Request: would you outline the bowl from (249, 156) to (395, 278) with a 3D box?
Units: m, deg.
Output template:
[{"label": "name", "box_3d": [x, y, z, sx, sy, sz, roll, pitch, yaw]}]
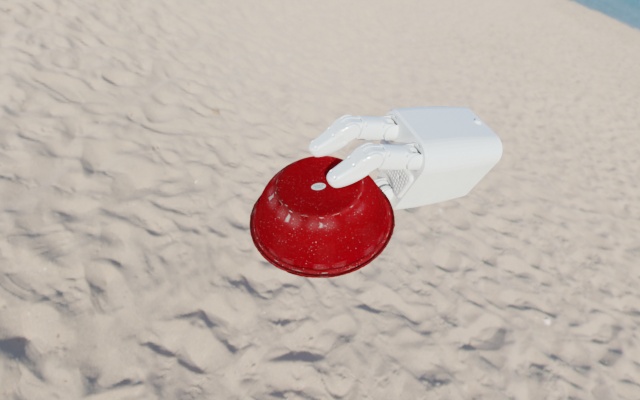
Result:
[{"label": "bowl", "box_3d": [-0.001, 0.002, 0.512, 0.162, 0.162, 0.055, 0, -43, 4]}]
